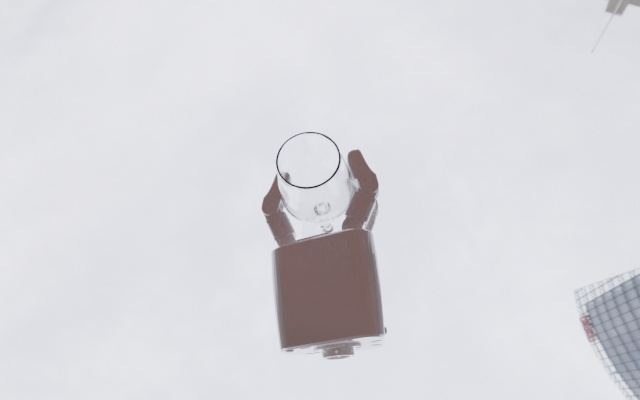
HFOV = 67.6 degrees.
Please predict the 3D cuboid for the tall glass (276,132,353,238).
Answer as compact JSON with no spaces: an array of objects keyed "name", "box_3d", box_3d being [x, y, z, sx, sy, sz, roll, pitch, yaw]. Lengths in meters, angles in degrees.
[{"name":"tall glass","box_3d":[0.000,0.002,0.538,0.079,0.079,0.201,0,-24,8]}]
